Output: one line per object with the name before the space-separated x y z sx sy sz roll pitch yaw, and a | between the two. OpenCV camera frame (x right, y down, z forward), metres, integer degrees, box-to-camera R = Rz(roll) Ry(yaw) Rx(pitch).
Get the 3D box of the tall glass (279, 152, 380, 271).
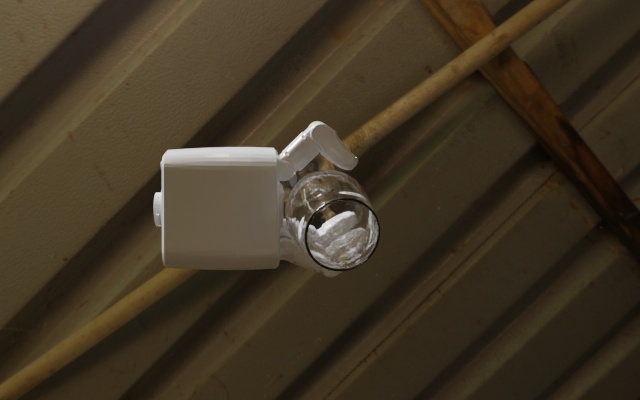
tall glass | 0.000 0.001 0.470 0.079 0.079 0.201 0 15 -11
